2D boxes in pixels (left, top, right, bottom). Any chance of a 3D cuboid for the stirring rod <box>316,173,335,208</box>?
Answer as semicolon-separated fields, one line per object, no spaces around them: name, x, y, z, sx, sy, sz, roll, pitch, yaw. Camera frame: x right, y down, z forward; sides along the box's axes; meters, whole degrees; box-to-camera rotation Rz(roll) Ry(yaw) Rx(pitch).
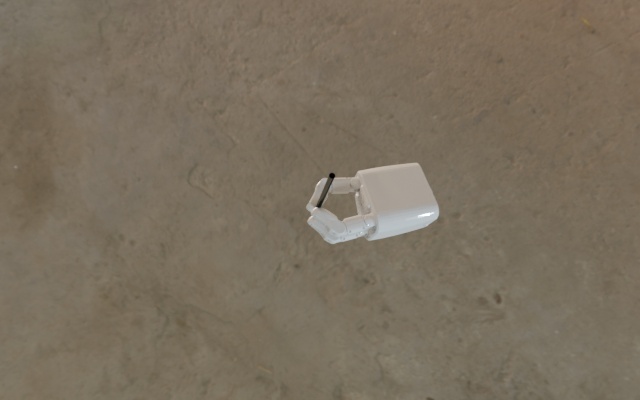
stirring rod;0.000;0.002;0.713;0.011;0.011;0.239;0;-16;-7
